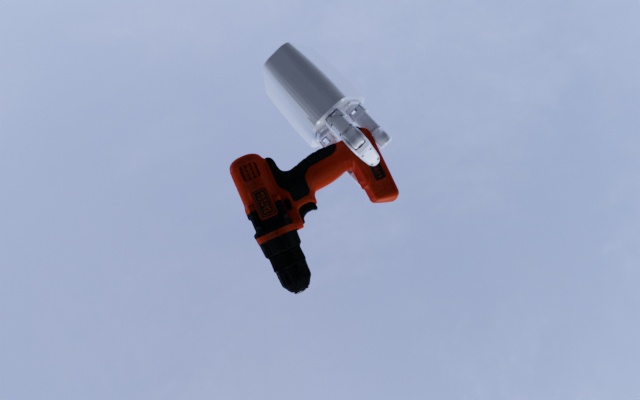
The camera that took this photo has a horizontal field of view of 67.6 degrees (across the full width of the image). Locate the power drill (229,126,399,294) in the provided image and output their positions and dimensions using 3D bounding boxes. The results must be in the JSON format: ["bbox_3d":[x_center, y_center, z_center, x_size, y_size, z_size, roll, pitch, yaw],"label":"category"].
[{"bbox_3d":[0.000,0.002,0.605,0.187,0.184,0.057,-24,-2,-11],"label":"power drill"}]
